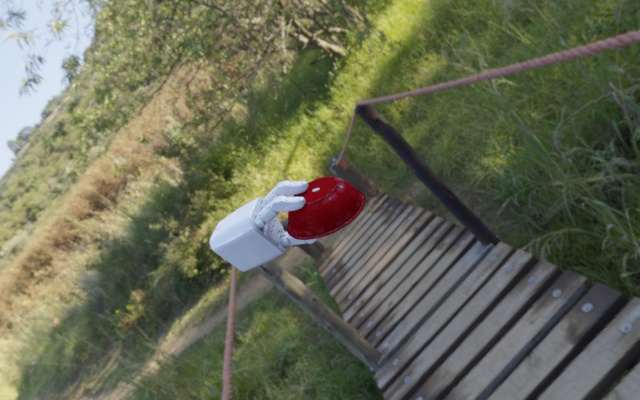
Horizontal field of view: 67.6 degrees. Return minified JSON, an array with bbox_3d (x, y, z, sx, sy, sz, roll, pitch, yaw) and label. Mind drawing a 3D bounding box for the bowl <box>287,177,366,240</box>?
[{"bbox_3d":[0.001,0.002,0.887,0.162,0.055,0.162,-20,26,10],"label":"bowl"}]
